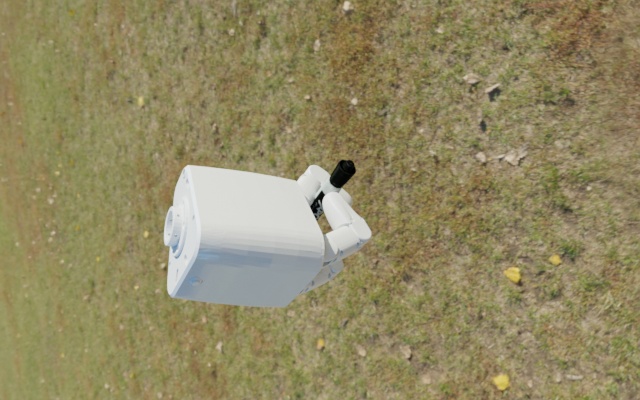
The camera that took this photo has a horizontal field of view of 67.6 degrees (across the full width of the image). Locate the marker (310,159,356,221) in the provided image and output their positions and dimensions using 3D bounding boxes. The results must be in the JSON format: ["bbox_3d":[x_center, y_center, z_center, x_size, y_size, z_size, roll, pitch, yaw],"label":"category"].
[{"bbox_3d":[0.000,0.002,0.479,0.020,0.020,0.121,0,-36,-34],"label":"marker"}]
